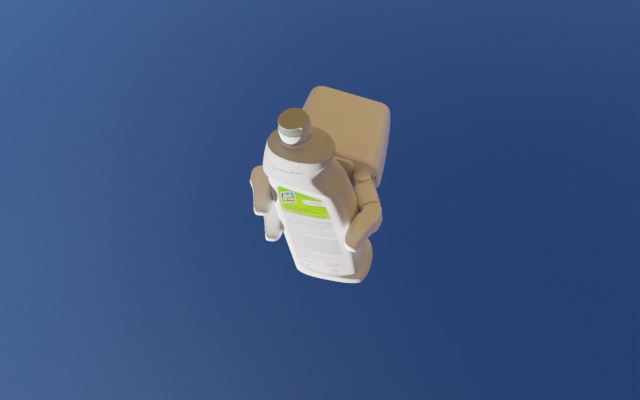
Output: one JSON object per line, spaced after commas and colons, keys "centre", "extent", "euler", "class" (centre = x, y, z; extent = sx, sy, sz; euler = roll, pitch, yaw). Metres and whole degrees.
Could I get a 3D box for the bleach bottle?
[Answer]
{"centre": [0.000, 0.002, 0.529], "extent": [0.102, 0.068, 0.251], "euler": [7, -35, 14], "class": "bleach bottle"}
